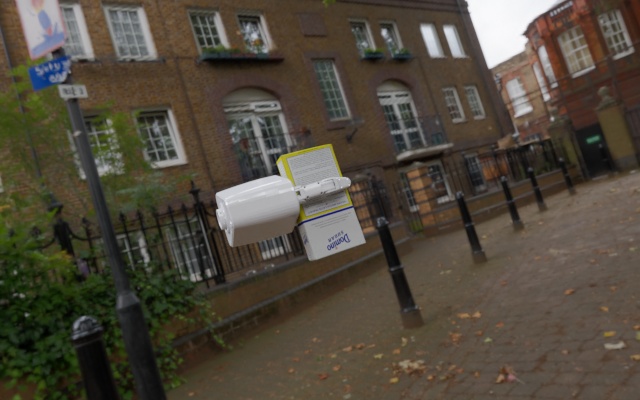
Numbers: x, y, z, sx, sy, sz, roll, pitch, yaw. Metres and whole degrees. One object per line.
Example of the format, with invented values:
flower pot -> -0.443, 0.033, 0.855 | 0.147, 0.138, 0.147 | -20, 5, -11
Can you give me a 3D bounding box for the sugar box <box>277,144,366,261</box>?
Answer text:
sugar box -> 0.000, 0.003, 0.782 | 0.093, 0.176, 0.048 | -16, -4, -18
